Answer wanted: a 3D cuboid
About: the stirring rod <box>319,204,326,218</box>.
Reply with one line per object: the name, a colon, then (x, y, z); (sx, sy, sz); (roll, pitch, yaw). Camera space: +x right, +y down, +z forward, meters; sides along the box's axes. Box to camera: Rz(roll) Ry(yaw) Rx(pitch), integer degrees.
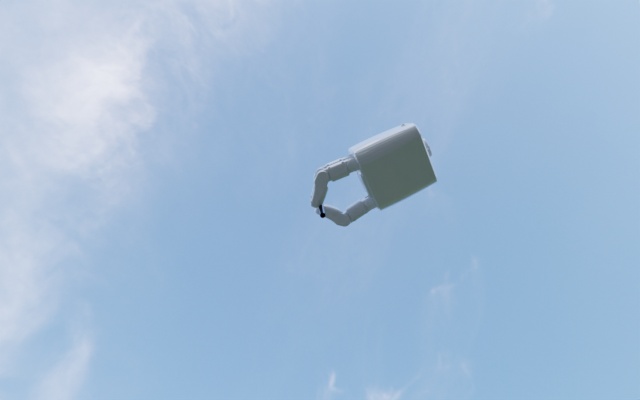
stirring rod: (0.000, 0.003, 0.786); (0.011, 0.011, 0.239); (0, 9, -1)
